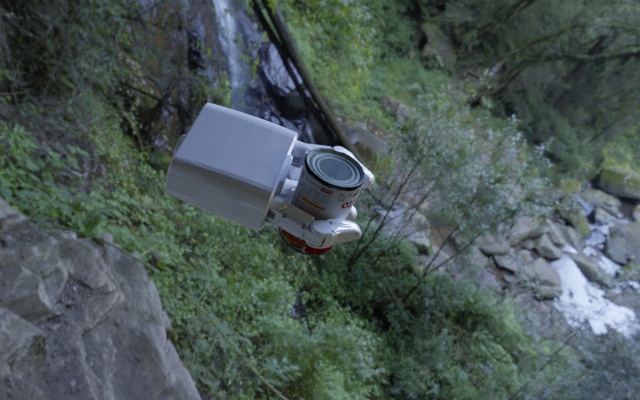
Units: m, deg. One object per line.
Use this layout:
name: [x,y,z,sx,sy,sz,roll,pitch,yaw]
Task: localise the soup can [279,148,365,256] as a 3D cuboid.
soup can: [0.001,0.002,0.519,0.068,0.102,0.068,14,39,-12]
